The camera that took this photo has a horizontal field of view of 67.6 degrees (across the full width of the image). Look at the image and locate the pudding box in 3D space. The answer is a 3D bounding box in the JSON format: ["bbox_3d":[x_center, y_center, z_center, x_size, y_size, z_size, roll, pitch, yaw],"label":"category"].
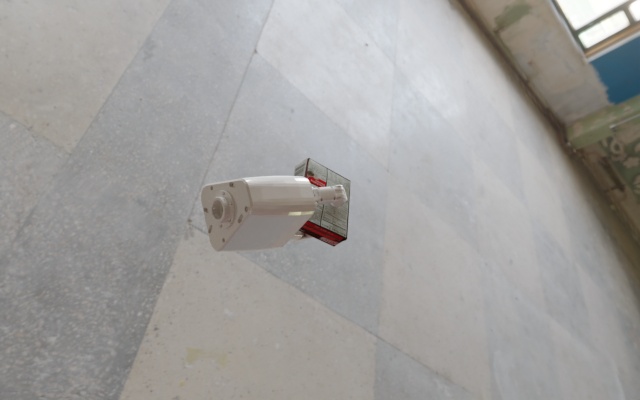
[{"bbox_3d":[0.000,0.002,0.727,0.090,0.113,0.039,28,-37,-29],"label":"pudding box"}]
